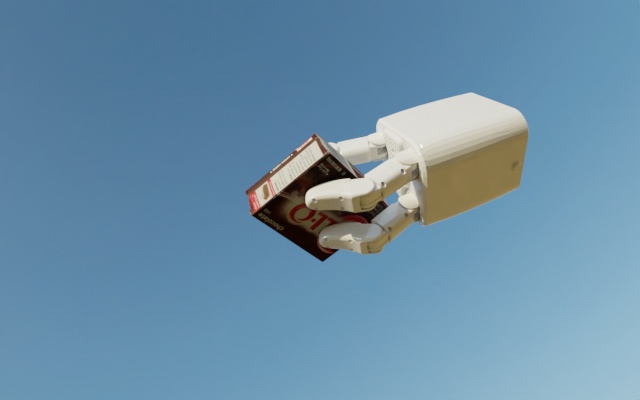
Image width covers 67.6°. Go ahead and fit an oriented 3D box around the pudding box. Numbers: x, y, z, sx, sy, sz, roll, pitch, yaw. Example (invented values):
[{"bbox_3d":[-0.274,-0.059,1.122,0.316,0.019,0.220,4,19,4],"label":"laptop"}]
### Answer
[{"bbox_3d":[0.000,0.001,0.451,0.090,0.039,0.113,-39,-48,13],"label":"pudding box"}]
